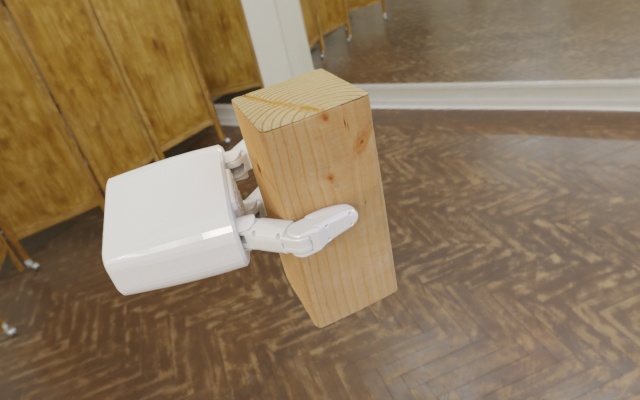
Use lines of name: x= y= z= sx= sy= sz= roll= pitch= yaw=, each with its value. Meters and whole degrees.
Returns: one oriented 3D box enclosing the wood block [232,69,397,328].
wood block: x=0.000 y=0.002 z=0.436 sx=0.090 sy=0.206 sz=0.090 roll=-23 pitch=34 yaw=-14
